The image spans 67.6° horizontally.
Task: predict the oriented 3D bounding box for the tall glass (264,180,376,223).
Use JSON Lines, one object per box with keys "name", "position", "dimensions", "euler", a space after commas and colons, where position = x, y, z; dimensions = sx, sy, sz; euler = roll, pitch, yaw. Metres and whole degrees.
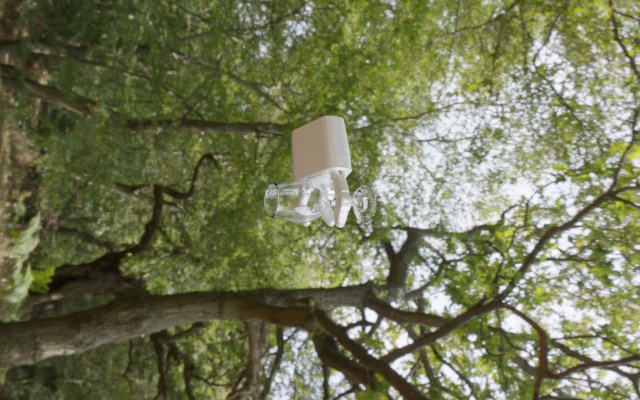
{"name": "tall glass", "position": [0.001, 0.003, 0.879], "dimensions": [0.201, 0.079, 0.079], "euler": [2, -1, -30]}
